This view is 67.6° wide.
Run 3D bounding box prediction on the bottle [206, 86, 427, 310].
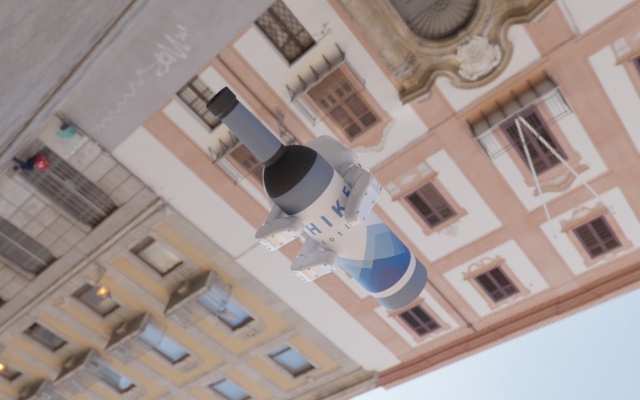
[{"bbox_3d":[0.000,0.002,0.492,0.296,0.069,0.069,45,-22,-23],"label":"bottle"}]
